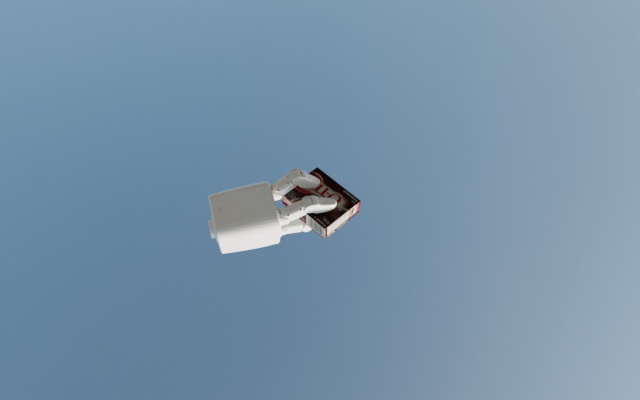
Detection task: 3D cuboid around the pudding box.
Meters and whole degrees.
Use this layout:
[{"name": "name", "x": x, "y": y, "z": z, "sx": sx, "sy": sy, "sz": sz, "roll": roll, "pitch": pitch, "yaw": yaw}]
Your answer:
[{"name": "pudding box", "x": 0.000, "y": 0.003, "z": 0.843, "sx": 0.090, "sy": 0.039, "sz": 0.113, "roll": -37, "pitch": 63, "yaw": -26}]
